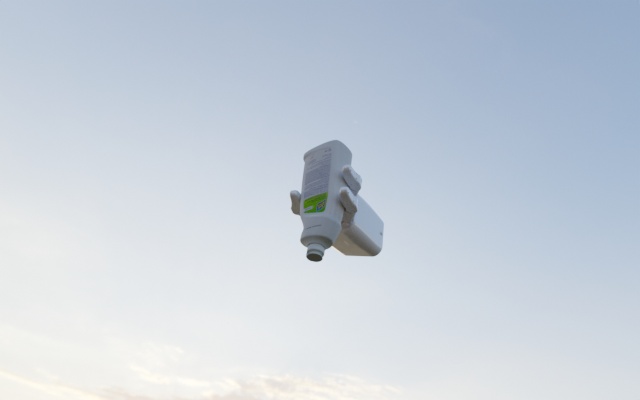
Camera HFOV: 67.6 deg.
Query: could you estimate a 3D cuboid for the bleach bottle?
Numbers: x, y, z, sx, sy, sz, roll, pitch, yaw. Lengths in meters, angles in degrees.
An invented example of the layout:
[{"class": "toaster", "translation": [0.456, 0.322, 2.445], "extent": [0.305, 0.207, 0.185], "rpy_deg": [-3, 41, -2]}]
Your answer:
[{"class": "bleach bottle", "translation": [0.000, 0.003, 0.893], "extent": [0.102, 0.250, 0.068], "rpy_deg": [-22, -48, 35]}]
